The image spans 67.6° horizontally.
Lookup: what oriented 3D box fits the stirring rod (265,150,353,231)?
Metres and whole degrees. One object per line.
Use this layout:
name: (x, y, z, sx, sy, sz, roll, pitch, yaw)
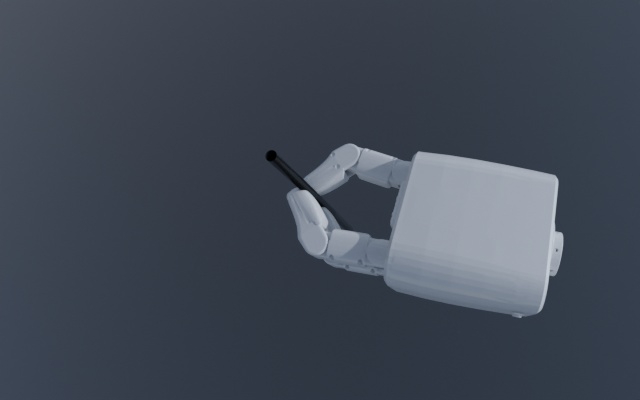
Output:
stirring rod: (0.000, 0.001, 0.425, 0.011, 0.011, 0.239, 0, -15, 16)
